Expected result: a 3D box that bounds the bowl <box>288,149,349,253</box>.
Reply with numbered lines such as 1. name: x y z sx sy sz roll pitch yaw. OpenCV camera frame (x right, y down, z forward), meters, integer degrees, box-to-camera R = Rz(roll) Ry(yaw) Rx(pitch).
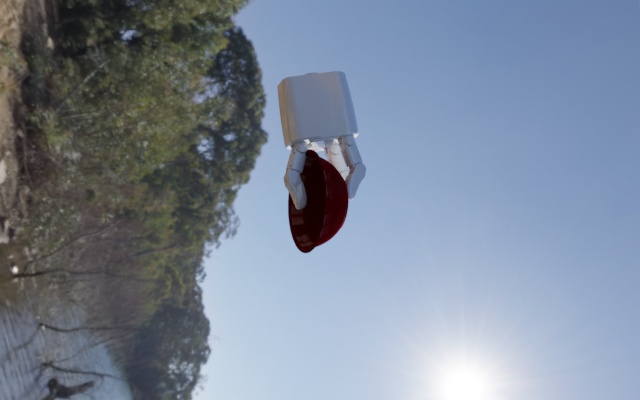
1. bowl: 0.000 0.004 0.752 0.055 0.162 0.162 3 -1 -23
